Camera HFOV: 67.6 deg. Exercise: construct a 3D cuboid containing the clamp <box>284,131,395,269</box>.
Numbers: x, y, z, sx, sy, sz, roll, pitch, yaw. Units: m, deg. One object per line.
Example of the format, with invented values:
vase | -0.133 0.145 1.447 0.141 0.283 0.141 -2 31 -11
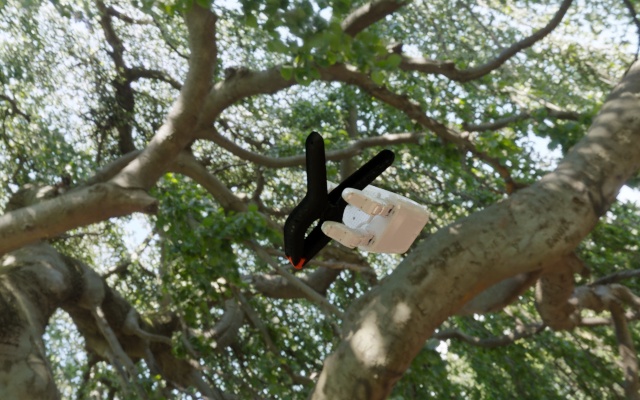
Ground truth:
clamp | 0.000 0.002 0.652 0.164 0.210 0.036 16 23 -48
